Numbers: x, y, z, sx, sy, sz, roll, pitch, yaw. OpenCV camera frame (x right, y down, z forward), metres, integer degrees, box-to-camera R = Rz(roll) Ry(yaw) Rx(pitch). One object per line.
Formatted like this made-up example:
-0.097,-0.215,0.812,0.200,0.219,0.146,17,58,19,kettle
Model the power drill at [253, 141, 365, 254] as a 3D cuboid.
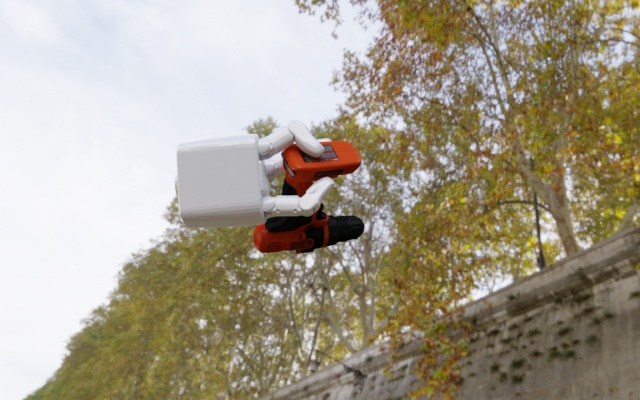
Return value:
0.000,0.002,0.705,0.184,0.188,0.057,-7,45,-24,power drill
